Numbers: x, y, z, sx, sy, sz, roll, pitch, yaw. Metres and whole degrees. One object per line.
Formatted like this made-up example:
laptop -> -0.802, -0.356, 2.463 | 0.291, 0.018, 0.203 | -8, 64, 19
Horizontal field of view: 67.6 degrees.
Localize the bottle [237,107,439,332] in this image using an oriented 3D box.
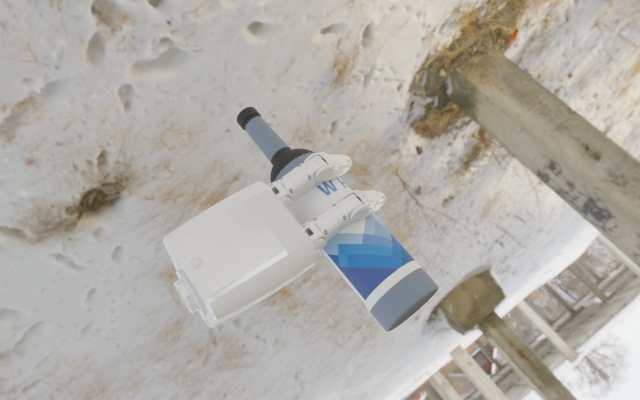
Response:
bottle -> 0.000, 0.002, 0.512 | 0.069, 0.295, 0.069 | -34, -23, -17
